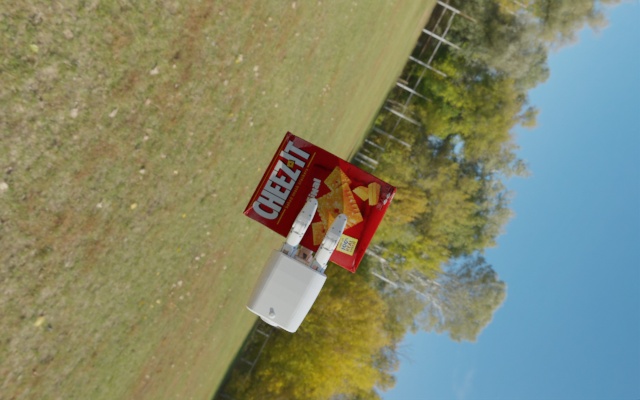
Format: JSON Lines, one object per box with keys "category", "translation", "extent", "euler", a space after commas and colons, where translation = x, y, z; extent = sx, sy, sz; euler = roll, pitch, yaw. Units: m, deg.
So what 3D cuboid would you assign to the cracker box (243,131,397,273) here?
{"category": "cracker box", "translation": [0.000, 0.003, 0.824], "extent": [0.213, 0.164, 0.072], "euler": [28, -4, 1]}
